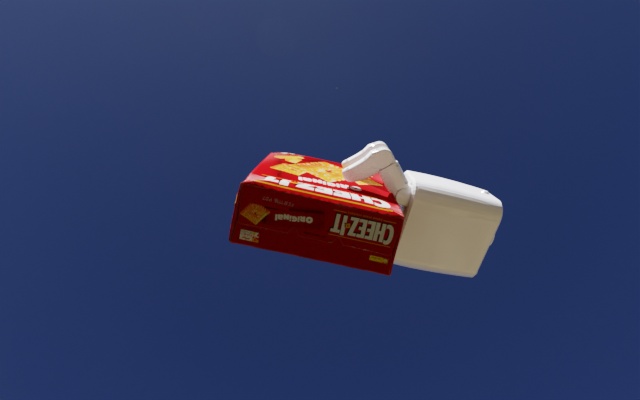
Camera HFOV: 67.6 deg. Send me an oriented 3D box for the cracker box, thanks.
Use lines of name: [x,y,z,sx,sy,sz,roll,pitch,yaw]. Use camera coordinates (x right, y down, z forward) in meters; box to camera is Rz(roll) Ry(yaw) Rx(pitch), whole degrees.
cracker box: [0.000,0.002,0.559,0.164,0.072,0.213,12,13,-1]
